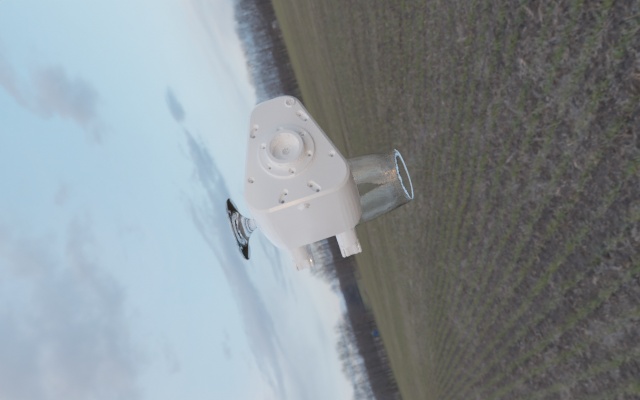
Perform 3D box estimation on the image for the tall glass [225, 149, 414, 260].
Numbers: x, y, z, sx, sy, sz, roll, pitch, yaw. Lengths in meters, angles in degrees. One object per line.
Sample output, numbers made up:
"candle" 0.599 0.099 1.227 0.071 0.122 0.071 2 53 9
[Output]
"tall glass" -0.001 0.002 0.542 0.201 0.079 0.079 -18 0 1
